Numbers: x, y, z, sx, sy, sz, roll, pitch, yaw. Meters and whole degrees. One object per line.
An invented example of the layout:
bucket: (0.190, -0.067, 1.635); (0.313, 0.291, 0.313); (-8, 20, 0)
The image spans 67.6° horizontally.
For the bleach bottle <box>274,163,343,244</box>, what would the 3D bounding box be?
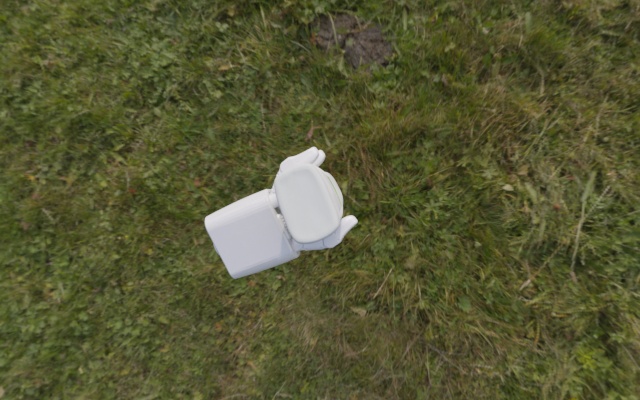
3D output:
bleach bottle: (0.000, 0.002, 0.714); (0.068, 0.102, 0.251); (-22, -3, 9)
